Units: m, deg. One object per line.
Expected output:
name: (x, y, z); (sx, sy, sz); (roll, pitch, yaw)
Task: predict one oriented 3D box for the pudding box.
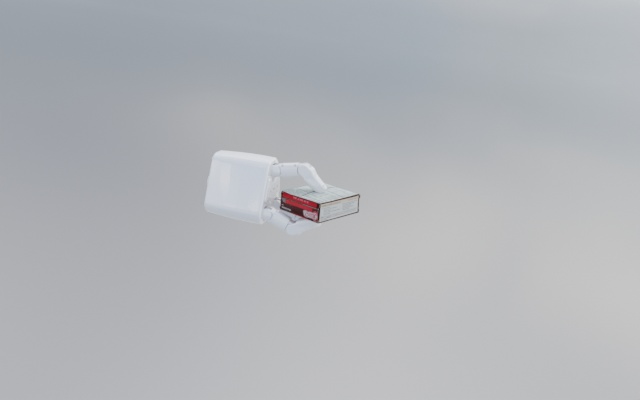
pudding box: (0.000, 0.003, 0.821); (0.090, 0.039, 0.113); (20, 23, 37)
